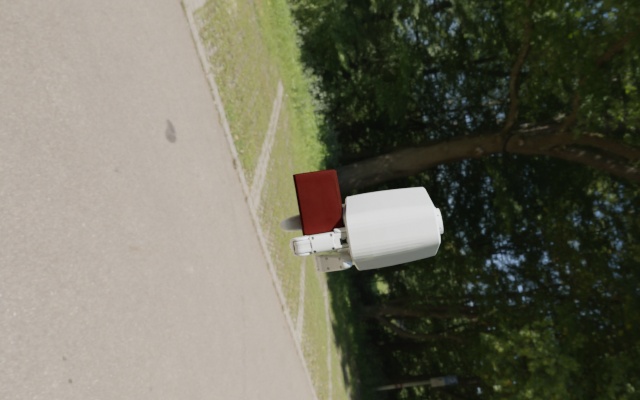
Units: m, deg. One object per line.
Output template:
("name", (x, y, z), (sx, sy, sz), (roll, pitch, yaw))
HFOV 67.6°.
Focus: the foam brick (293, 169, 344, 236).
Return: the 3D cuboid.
("foam brick", (0.000, 0.002, 0.606), (0.051, 0.078, 0.053), (-10, 0, 7))
